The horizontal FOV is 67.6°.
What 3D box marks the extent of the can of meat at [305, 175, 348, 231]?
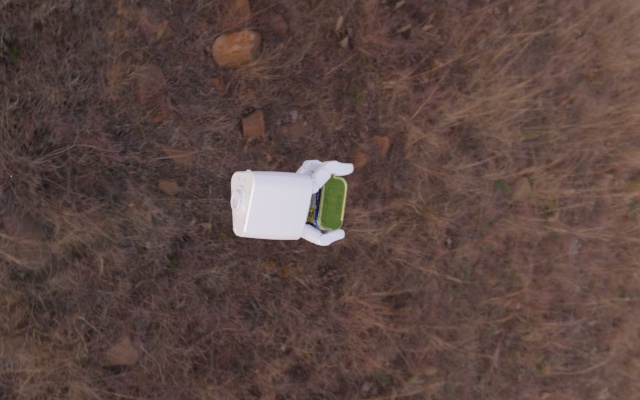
[{"bbox_3d":[0.000,0.003,0.855,0.057,0.102,0.084,8,-2,-32],"label":"can of meat"}]
